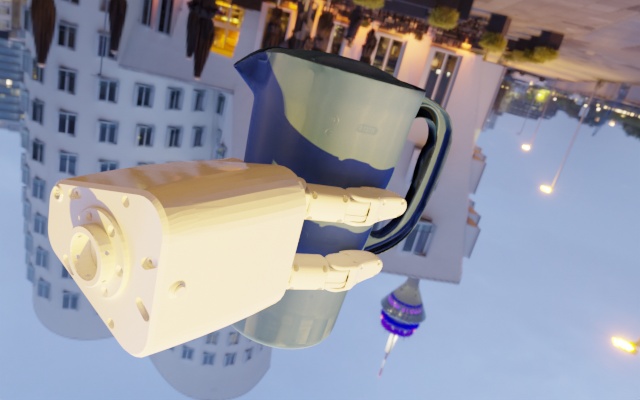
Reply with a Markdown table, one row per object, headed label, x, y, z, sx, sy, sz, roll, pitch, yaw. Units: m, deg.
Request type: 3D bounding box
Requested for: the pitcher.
| label | x | y | z | sx | sy | sz | roll | pitch | yaw |
| --- | --- | --- | --- | --- | --- | --- | --- | --- | --- |
| pitcher | 0.000 | 0.001 | 0.412 | 0.149 | 0.243 | 0.145 | 26 | 21 | 28 |
